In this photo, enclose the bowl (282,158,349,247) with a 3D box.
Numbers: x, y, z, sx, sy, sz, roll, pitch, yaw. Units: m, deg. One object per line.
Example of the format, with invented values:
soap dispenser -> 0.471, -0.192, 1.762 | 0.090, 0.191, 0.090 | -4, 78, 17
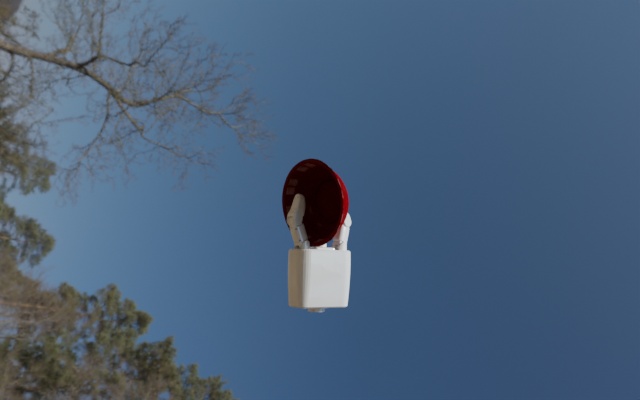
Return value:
bowl -> 0.001, 0.002, 0.888 | 0.055, 0.162, 0.162 | -5, 3, -45
